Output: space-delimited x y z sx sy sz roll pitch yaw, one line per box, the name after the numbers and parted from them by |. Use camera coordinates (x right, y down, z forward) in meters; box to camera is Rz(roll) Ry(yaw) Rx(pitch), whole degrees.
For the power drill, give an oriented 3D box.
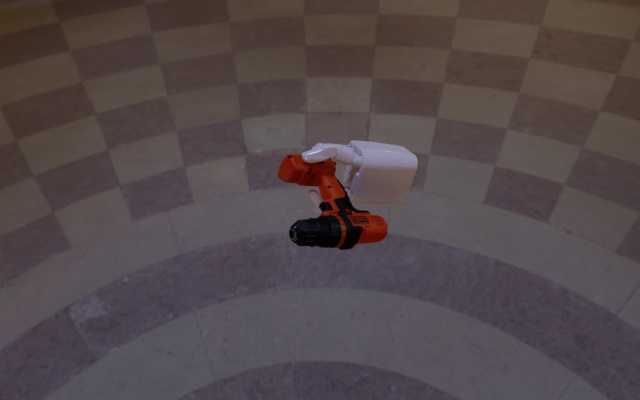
0.000 0.002 0.787 0.184 0.057 0.187 1 43 -39 | power drill
